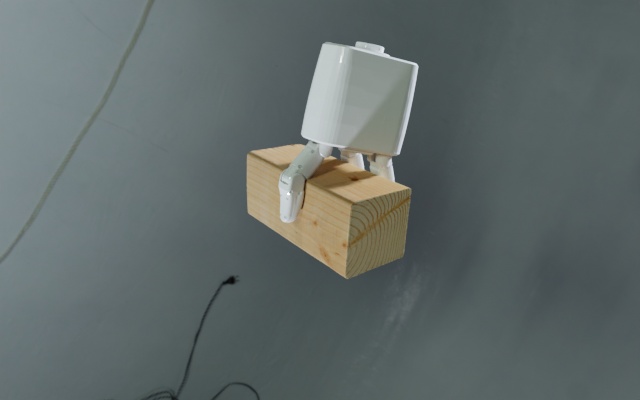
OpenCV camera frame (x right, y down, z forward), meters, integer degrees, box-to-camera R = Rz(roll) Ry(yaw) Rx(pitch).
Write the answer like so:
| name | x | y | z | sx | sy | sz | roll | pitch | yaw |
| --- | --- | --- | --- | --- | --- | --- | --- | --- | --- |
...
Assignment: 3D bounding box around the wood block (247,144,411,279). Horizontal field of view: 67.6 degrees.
| name | x | y | z | sx | sy | sz | roll | pitch | yaw |
| --- | --- | --- | --- | --- | --- | --- | --- | --- | --- |
| wood block | 0.000 | 0.002 | 0.588 | 0.091 | 0.090 | 0.206 | -14 | 27 | -36 |
